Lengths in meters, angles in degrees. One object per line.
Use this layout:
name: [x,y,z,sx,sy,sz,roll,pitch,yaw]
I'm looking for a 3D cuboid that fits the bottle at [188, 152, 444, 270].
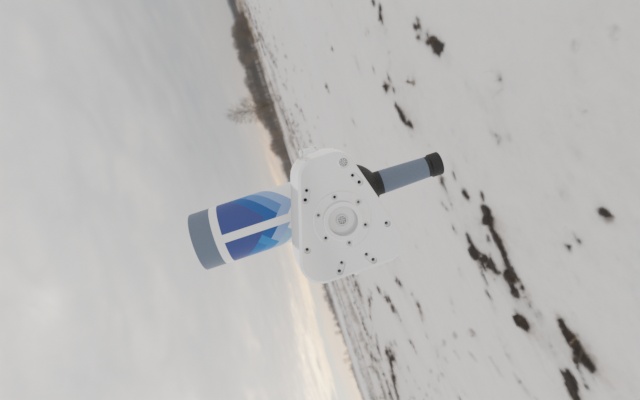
bottle: [0.000,0.002,0.553,0.296,0.069,0.069,-18,1,-3]
